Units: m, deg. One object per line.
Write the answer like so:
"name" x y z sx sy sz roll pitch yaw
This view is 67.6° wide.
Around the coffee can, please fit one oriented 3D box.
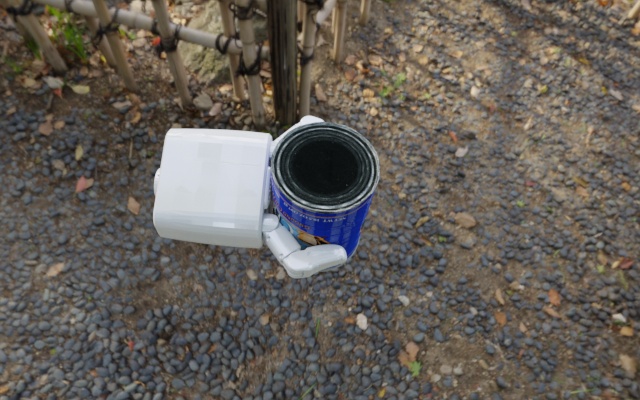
"coffee can" 0.000 0.002 0.502 0.103 0.102 0.140 0 -30 -5
